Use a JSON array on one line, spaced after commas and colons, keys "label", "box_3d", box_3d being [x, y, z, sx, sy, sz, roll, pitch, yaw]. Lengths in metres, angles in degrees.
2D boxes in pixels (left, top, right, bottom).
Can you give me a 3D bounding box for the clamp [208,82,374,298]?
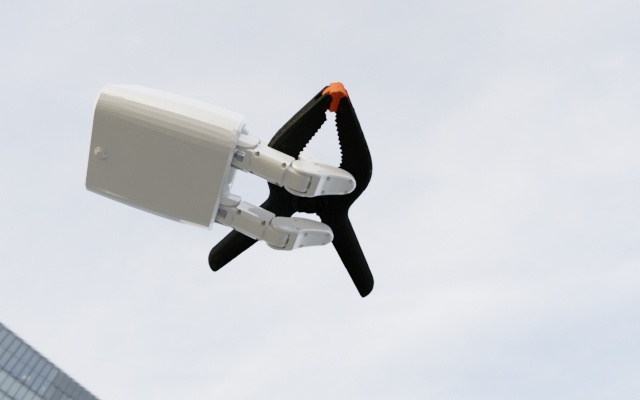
[{"label": "clamp", "box_3d": [0.000, 0.000, 0.431, 0.164, 0.210, 0.036, 17, 28, -10]}]
